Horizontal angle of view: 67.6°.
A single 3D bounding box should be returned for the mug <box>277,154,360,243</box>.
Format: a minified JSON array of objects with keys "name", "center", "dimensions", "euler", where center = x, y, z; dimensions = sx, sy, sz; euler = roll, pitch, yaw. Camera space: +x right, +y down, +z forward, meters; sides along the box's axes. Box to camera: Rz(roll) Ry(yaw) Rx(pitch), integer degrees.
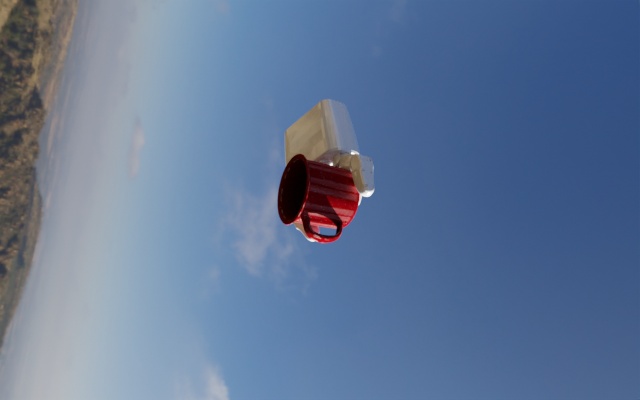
[{"name":"mug","center":[0.001,0.003,0.623],"dimensions":[0.081,0.117,0.093],"euler":[11,-39,-27]}]
